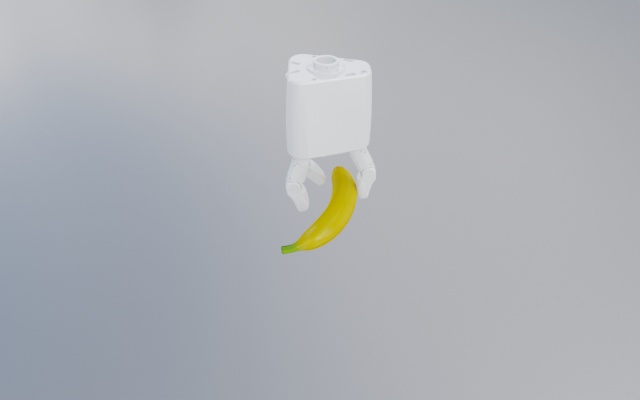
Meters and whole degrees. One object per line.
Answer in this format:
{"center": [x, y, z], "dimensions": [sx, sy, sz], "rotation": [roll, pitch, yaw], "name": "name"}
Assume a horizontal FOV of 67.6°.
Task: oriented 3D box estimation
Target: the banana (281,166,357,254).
{"center": [0.016, 0.008, 0.684], "dimensions": [0.069, 0.037, 0.197], "rotation": [14, 42, 20], "name": "banana"}
